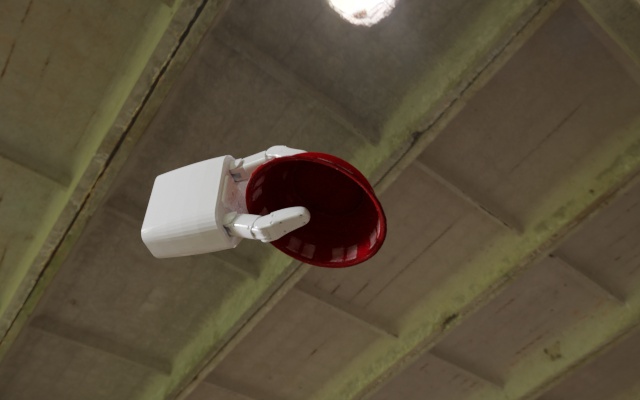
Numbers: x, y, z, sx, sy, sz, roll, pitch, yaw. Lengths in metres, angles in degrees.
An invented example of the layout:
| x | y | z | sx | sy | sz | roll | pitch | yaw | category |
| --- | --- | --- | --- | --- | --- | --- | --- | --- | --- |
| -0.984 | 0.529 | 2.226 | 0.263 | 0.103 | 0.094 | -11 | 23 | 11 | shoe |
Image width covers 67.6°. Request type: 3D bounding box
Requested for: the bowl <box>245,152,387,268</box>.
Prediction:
| x | y | z | sx | sy | sz | roll | pitch | yaw | category |
| --- | --- | --- | --- | --- | --- | --- | --- | --- | --- |
| 0.001 | 0.002 | 0.538 | 0.162 | 0.162 | 0.055 | 0 | 39 | 23 | bowl |
